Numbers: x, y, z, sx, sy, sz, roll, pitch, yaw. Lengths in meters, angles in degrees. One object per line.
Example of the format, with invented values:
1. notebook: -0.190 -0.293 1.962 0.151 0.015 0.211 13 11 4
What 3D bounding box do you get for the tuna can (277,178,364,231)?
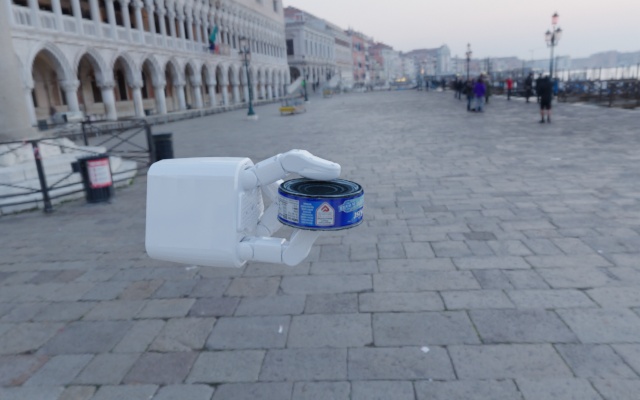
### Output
1. tuna can: 0.000 0.001 0.471 0.086 0.034 0.086 2 15 0
